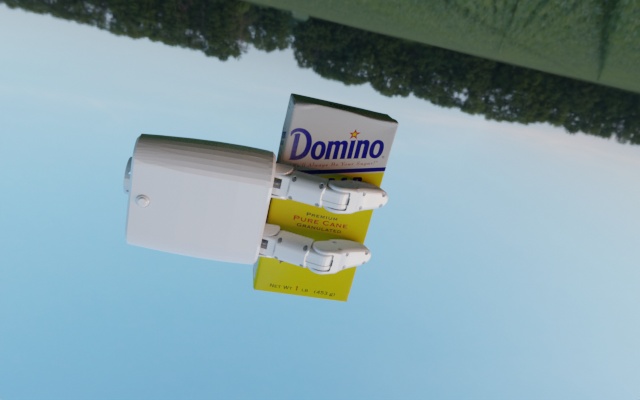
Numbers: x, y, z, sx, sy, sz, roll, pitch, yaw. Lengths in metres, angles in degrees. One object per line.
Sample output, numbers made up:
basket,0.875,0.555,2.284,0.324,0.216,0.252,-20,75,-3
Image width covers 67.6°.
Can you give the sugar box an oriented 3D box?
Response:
sugar box,0.000,0.002,0.431,0.093,0.176,0.048,9,21,-12
